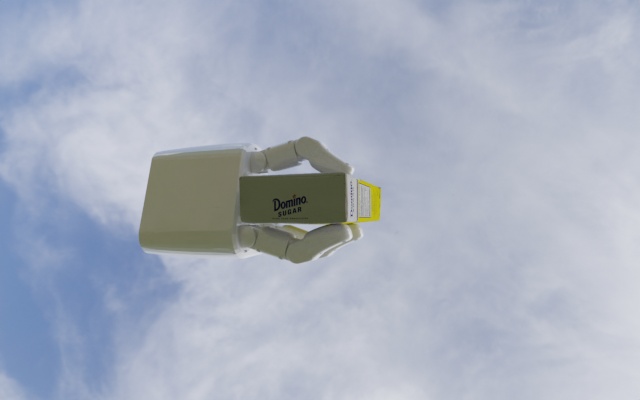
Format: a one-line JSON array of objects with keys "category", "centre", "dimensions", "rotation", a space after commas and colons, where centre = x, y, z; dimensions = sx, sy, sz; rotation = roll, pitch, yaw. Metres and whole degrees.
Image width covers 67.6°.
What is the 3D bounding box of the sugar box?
[{"category": "sugar box", "centre": [0.000, 0.002, 0.459], "dimensions": [0.093, 0.048, 0.176], "rotation": [-1, 0, 16]}]
